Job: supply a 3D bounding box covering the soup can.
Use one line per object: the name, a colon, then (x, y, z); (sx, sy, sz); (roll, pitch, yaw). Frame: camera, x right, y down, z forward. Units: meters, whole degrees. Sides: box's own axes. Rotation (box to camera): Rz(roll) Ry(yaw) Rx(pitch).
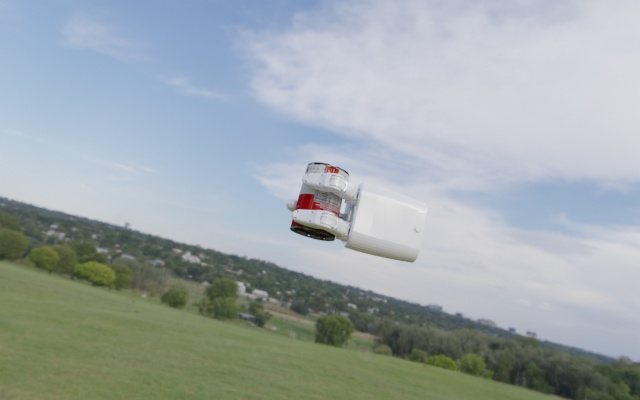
soup can: (0.000, 0.002, 0.708); (0.068, 0.102, 0.068); (14, -14, 3)
